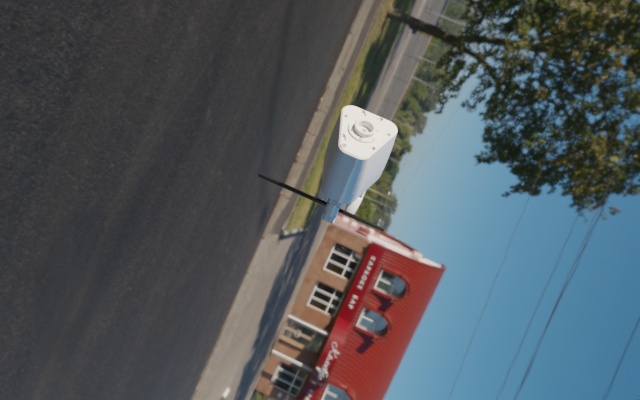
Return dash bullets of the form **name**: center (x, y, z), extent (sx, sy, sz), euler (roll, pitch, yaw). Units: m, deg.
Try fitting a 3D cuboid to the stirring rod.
- **stirring rod**: center (0.000, 0.003, 0.838), extent (0.239, 0.011, 0.011), euler (24, 2, 5)
